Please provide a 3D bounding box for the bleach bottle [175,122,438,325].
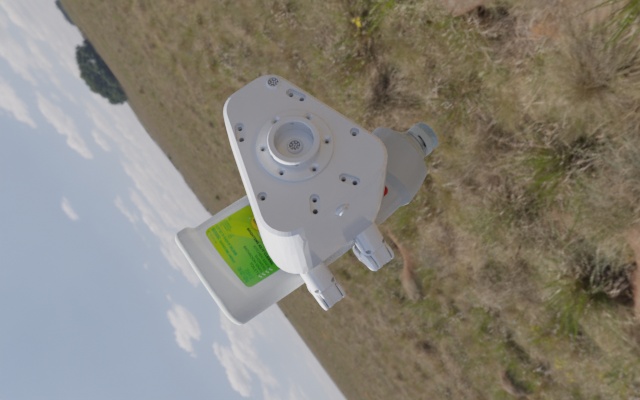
[{"bbox_3d":[0.000,0.002,0.445,0.251,0.102,0.068,-36,-15,-10],"label":"bleach bottle"}]
